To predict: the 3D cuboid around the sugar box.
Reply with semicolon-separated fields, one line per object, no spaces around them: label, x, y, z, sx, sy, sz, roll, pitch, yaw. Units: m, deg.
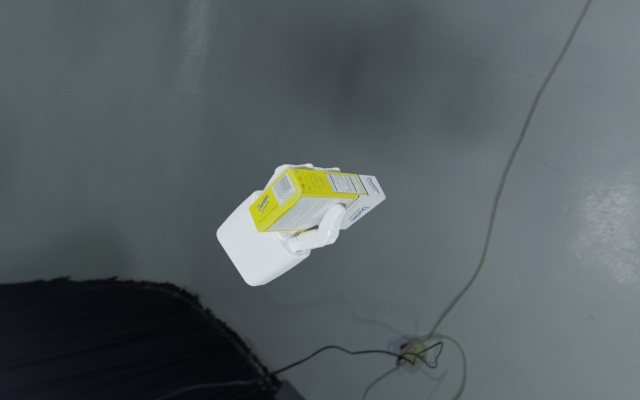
sugar box;0.000;0.002;0.652;0.176;0.048;0.093;-1;-32;-49
